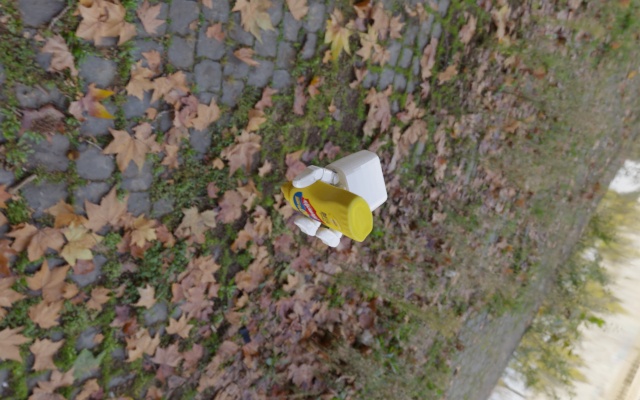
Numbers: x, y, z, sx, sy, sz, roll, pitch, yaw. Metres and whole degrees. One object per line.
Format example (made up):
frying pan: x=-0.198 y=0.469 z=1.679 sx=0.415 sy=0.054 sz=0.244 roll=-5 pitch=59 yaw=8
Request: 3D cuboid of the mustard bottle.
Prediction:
mustard bottle: x=0.000 y=0.003 z=0.852 sx=0.191 sy=0.058 sz=0.096 roll=24 pitch=-27 yaw=38
